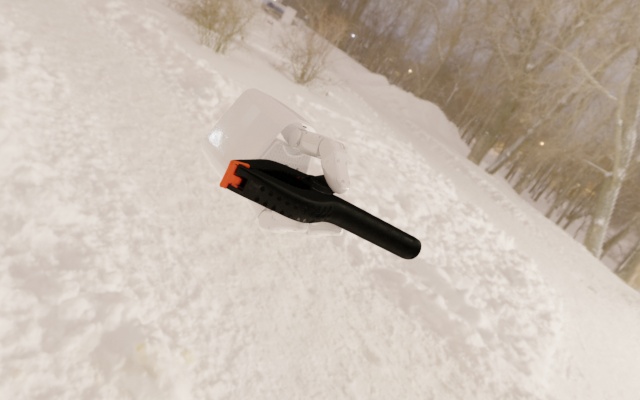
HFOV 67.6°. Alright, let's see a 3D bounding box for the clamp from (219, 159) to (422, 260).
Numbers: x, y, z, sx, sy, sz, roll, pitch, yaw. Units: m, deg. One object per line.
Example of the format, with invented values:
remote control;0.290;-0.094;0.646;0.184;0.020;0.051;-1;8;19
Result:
clamp;0.000;0.001;0.485;0.210;0.036;0.164;11;22;-46
